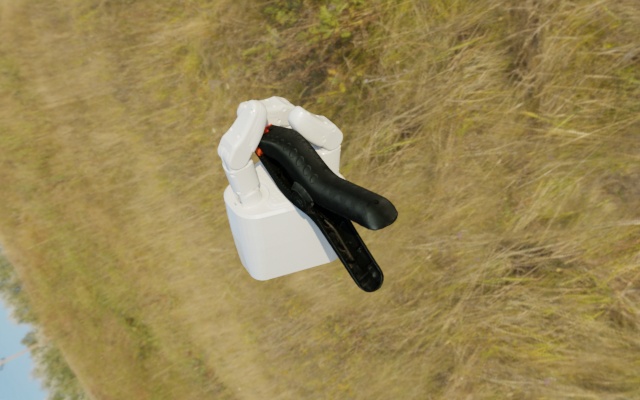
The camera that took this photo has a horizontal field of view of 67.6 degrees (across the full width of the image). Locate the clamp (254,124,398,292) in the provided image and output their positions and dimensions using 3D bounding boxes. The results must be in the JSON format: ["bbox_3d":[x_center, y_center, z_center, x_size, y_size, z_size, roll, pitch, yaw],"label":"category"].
[{"bbox_3d":[-0.001,0.001,0.401,0.039,0.120,0.171,-28,51,-23],"label":"clamp"}]
